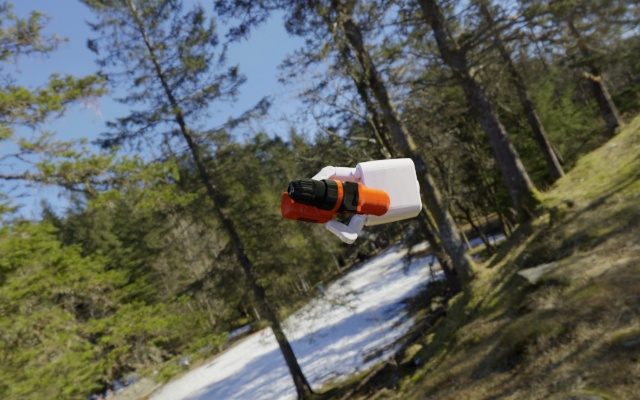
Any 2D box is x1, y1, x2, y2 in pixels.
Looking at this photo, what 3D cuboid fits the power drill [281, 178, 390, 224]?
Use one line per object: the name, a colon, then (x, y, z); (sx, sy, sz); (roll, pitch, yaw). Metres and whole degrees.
power drill: (0.000, 0.003, 0.837); (0.184, 0.057, 0.187); (10, -10, -27)
